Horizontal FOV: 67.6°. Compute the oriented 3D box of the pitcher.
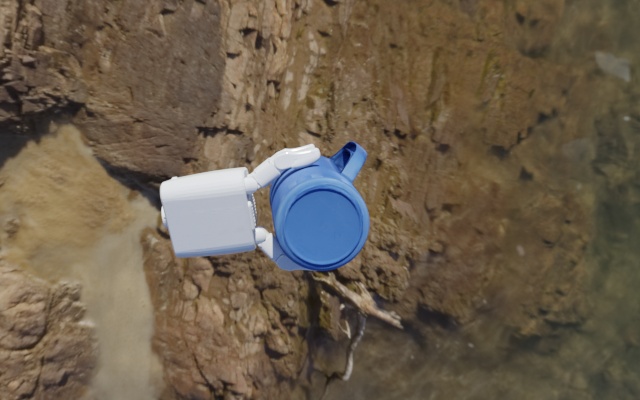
[{"bbox_3d":[0.000,0.002,0.644,0.145,0.149,0.243,-6,9,-4],"label":"pitcher"}]
